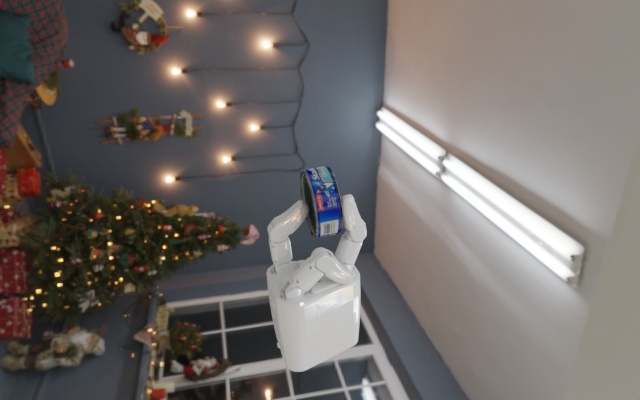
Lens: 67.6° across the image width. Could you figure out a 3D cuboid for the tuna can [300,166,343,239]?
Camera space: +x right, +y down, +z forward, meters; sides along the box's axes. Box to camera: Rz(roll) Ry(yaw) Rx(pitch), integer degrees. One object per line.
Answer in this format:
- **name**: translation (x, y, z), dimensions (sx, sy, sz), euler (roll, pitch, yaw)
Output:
- **tuna can**: translation (0.001, 0.002, 0.580), dimensions (0.034, 0.086, 0.086), euler (-11, 2, -10)
